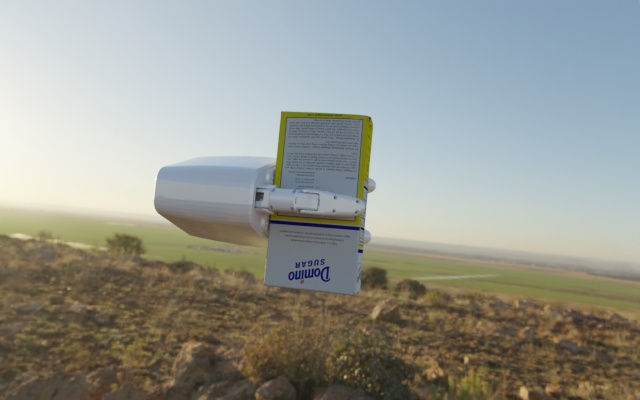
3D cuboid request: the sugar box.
[{"bbox_3d":[0.000,0.002,0.482,0.093,0.176,0.048,5,-3,13],"label":"sugar box"}]
